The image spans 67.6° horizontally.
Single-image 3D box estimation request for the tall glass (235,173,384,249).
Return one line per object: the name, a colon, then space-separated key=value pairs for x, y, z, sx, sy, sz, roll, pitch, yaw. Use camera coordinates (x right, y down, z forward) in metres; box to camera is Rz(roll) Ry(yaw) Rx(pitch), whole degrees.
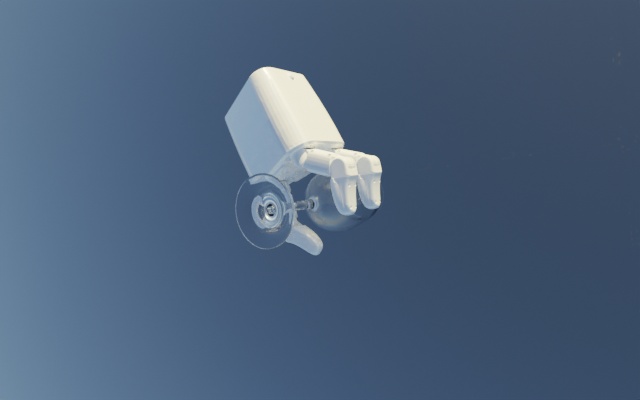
tall glass: x=0.000 y=0.002 z=0.542 sx=0.079 sy=0.079 sz=0.201 roll=0 pitch=5 yaw=34
